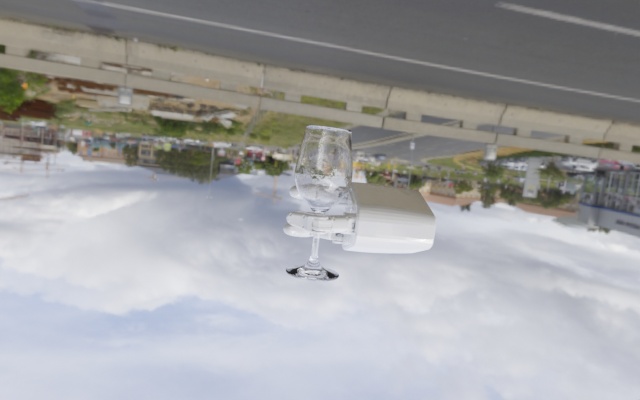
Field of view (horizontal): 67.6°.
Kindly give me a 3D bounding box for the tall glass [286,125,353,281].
[{"bbox_3d":[0.000,0.003,0.647,0.079,0.201,0.079,6,6,-1],"label":"tall glass"}]
